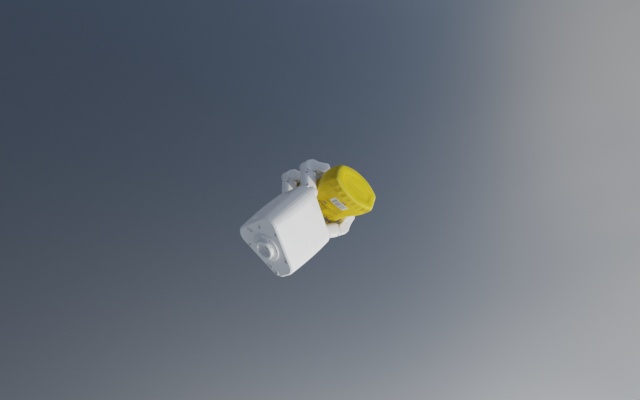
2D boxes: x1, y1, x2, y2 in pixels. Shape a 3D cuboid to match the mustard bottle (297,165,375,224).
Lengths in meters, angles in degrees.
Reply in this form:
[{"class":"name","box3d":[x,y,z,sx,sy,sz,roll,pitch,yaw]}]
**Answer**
[{"class":"mustard bottle","box3d":[0.000,0.003,0.863,0.096,0.058,0.192,39,-38,-25]}]
